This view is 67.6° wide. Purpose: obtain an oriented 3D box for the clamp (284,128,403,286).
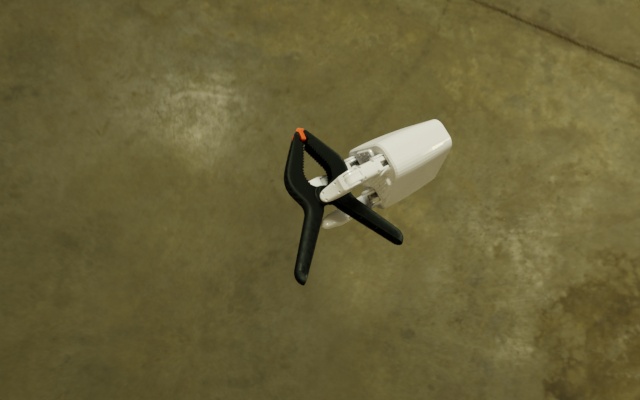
[{"bbox_3d":[0.000,0.001,0.653,0.164,0.210,0.036,-27,-8,-23],"label":"clamp"}]
